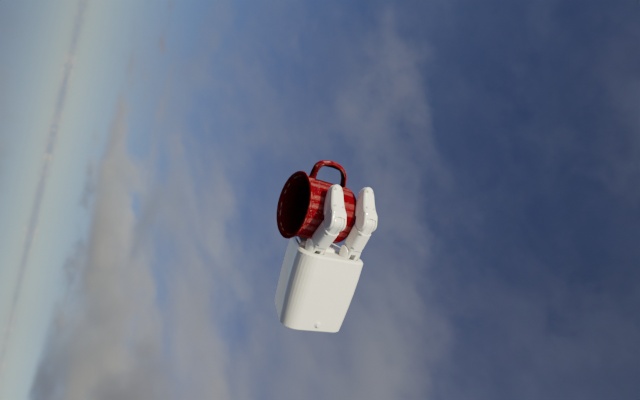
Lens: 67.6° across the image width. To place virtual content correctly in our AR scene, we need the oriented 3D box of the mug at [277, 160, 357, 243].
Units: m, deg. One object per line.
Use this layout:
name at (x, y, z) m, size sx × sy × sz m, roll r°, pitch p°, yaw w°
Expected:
mug at (0.001, 0.001, 0.658) m, size 0.081 × 0.117 × 0.093 m, roll 14°, pitch 8°, yaw -30°
